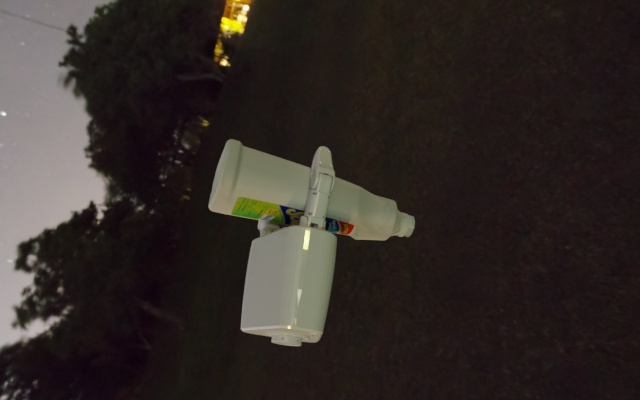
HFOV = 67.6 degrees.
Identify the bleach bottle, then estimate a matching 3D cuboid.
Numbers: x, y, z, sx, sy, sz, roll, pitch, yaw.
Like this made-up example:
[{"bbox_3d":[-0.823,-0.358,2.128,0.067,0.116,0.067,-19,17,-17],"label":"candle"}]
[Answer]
[{"bbox_3d":[0.000,0.002,0.572,0.251,0.068,0.102,14,-23,-16],"label":"bleach bottle"}]
